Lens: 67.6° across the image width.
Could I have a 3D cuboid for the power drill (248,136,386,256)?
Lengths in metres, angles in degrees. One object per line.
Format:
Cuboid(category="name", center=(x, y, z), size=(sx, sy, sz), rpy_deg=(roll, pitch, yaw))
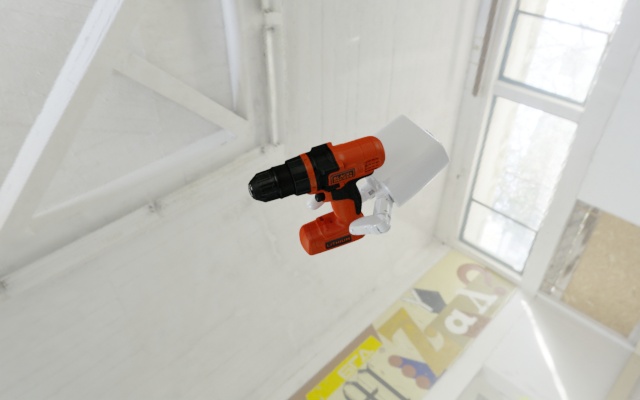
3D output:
Cuboid(category="power drill", center=(0.000, 0.002, 0.670), size=(0.184, 0.057, 0.188), rpy_deg=(-17, -35, -9))
